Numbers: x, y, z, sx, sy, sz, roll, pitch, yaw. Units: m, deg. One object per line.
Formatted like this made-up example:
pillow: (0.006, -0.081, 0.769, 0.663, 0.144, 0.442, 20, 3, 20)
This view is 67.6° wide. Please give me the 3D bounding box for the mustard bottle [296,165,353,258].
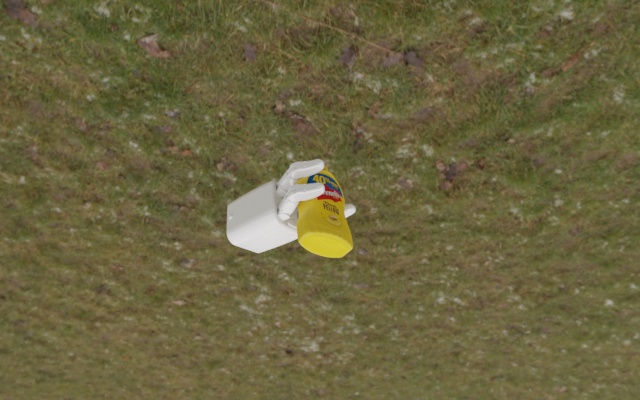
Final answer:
mustard bottle: (0.000, 0.003, 0.829, 0.096, 0.191, 0.058, 21, -48, -29)
